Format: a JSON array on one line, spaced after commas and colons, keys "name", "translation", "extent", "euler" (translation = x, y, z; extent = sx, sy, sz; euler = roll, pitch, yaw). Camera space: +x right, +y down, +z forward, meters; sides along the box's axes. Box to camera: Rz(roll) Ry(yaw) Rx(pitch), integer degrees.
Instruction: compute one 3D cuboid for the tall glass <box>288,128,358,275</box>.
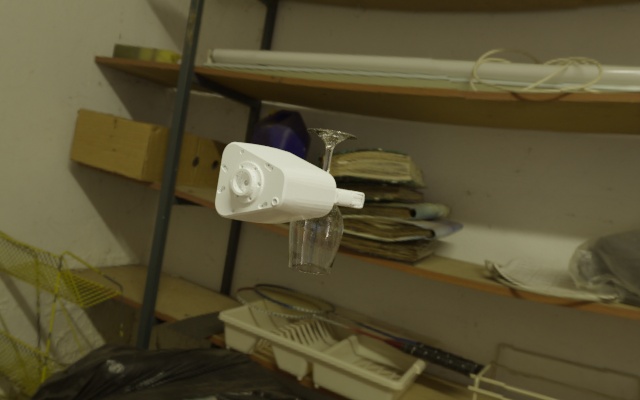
[{"name": "tall glass", "translation": [0.000, 0.002, 0.687], "extent": [0.079, 0.201, 0.079], "euler": [9, 1, 0]}]
